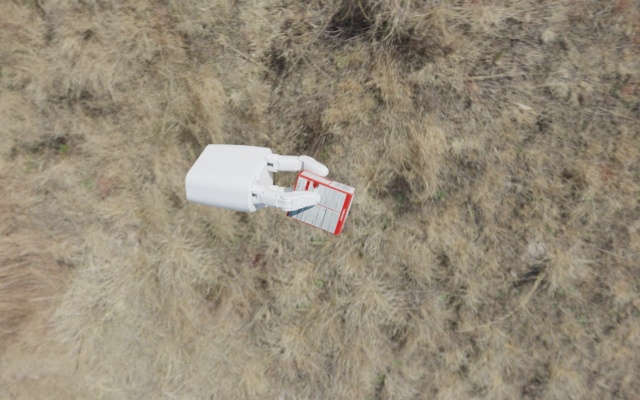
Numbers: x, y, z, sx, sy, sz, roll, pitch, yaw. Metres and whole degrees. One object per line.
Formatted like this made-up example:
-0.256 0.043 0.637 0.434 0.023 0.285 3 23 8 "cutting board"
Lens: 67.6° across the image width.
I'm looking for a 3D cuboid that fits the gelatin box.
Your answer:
0.000 0.003 0.726 0.089 0.073 0.030 21 25 9 "gelatin box"
